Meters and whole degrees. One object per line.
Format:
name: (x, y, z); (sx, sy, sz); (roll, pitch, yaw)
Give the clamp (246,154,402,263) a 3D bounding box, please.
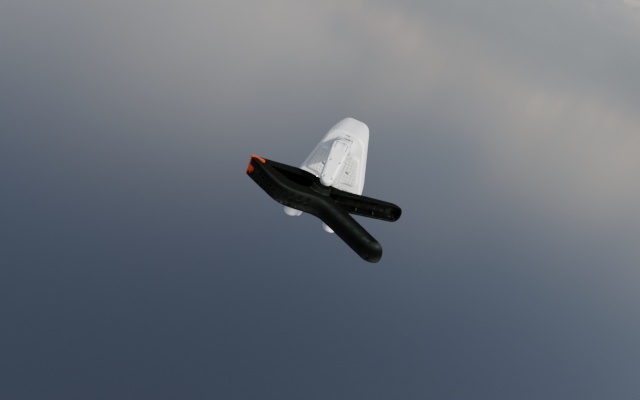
clamp: (0.000, 0.001, 0.588); (0.210, 0.036, 0.164); (24, 20, 2)
